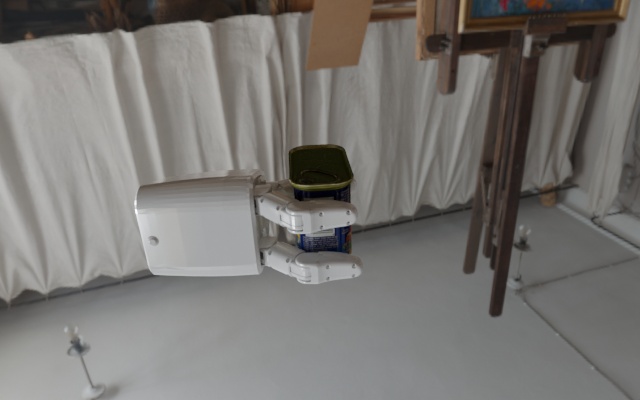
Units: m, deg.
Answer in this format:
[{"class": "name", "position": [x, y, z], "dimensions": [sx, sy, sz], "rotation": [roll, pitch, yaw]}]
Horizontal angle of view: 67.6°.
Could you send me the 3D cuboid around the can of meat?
[{"class": "can of meat", "position": [0.000, 0.002, 0.468], "dimensions": [0.057, 0.084, 0.102], "rotation": [-4, 26, -3]}]
